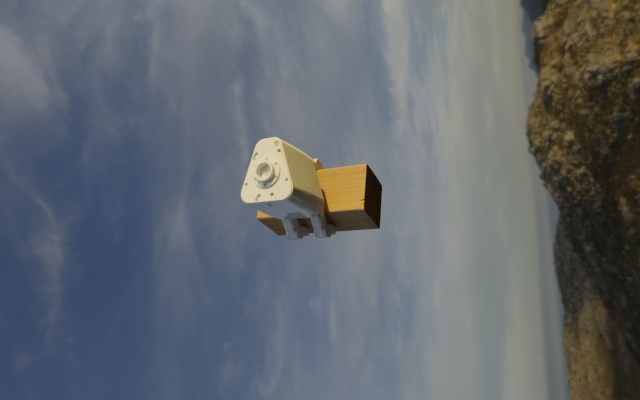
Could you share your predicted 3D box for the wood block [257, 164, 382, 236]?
[{"bbox_3d":[0.000,0.002,0.875,0.206,0.090,0.090,-5,-27,25],"label":"wood block"}]
